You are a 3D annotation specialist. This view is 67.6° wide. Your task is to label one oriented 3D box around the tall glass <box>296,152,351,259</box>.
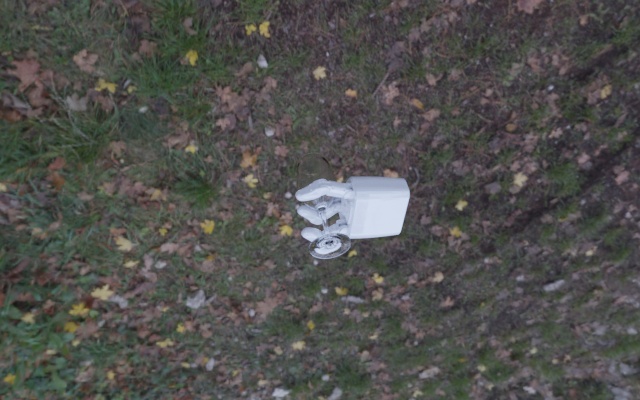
[{"bbox_3d":[0.000,0.003,0.876,0.079,0.200,0.079,-8,-39,-6],"label":"tall glass"}]
